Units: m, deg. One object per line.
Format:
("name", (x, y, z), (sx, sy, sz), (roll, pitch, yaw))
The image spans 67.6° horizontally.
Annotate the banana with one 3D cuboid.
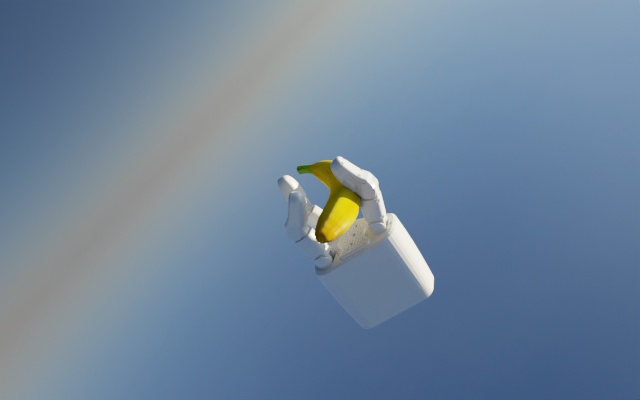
("banana", (0.017, -0.007, 0.569), (0.069, 0.037, 0.197), (-25, 25, 3))
